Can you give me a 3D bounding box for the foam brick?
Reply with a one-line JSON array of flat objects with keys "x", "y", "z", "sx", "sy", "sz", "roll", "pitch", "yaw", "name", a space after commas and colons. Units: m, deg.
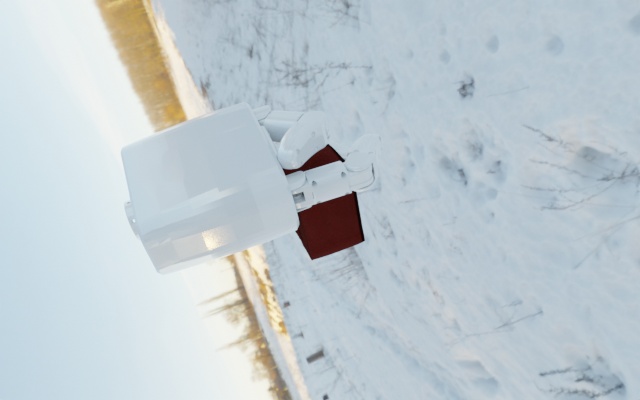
[{"x": 0.000, "y": 0.002, "z": 0.409, "sx": 0.051, "sy": 0.078, "sz": 0.053, "roll": -21, "pitch": 36, "yaw": -11, "name": "foam brick"}]
